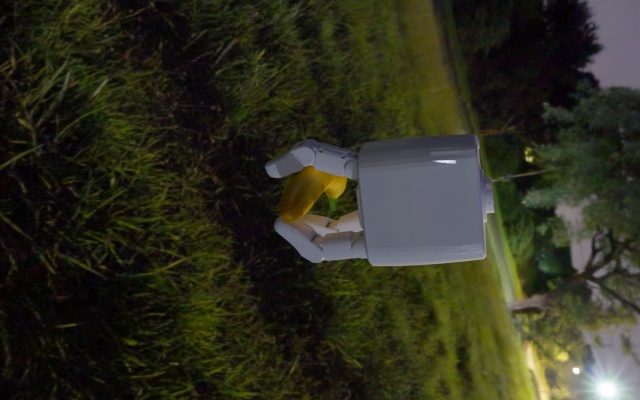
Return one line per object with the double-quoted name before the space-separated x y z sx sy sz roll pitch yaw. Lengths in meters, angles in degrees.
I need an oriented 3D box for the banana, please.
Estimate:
"banana" 0.001 -0.017 0.527 0.037 0.069 0.198 0 2 17
